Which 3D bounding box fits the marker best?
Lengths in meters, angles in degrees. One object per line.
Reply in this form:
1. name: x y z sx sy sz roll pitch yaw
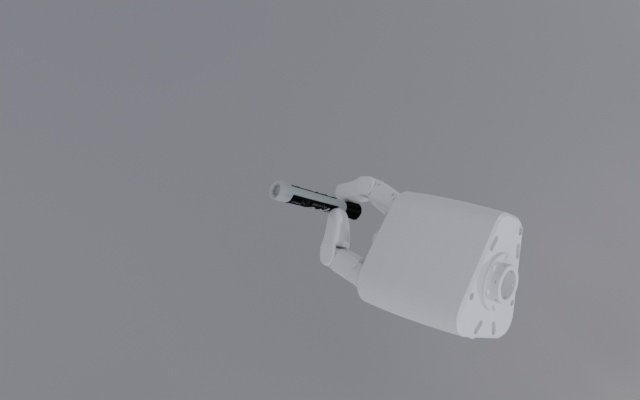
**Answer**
1. marker: 0.000 0.002 0.491 0.121 0.020 0.020 16 -11 -43
